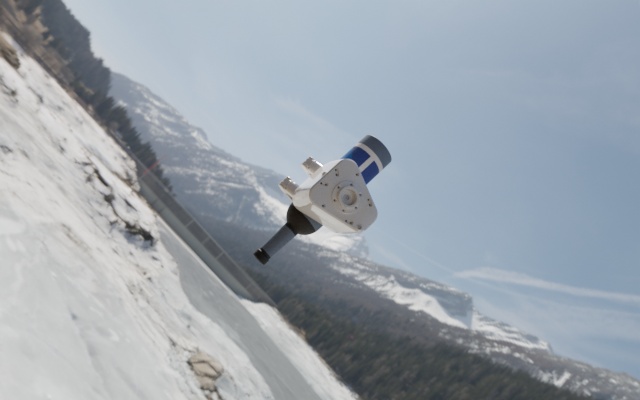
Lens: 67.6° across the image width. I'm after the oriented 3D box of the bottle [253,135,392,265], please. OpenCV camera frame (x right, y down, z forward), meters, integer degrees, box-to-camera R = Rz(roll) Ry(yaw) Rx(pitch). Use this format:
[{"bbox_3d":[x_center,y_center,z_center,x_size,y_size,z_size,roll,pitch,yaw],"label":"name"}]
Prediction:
[{"bbox_3d":[0.000,0.003,0.838,0.295,0.069,0.069,-43,11,-13],"label":"bottle"}]
